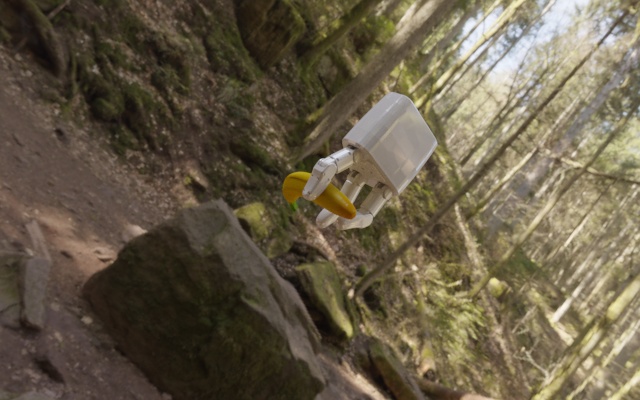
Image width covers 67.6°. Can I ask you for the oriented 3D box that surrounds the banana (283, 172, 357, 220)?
[{"bbox_3d":[-0.013,-0.011,0.706,0.037,0.070,0.198,-46,21,-16],"label":"banana"}]
